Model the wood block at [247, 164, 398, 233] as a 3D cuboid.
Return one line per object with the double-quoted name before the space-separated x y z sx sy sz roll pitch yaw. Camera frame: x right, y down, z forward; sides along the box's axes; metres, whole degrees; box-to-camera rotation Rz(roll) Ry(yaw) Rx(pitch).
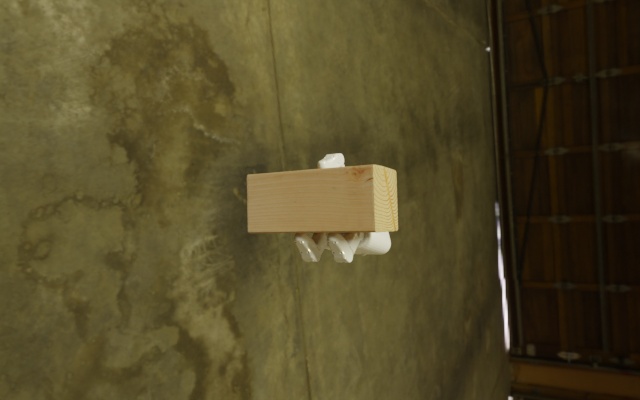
"wood block" 0.000 0.002 0.703 0.206 0.091 0.090 -3 -3 29
